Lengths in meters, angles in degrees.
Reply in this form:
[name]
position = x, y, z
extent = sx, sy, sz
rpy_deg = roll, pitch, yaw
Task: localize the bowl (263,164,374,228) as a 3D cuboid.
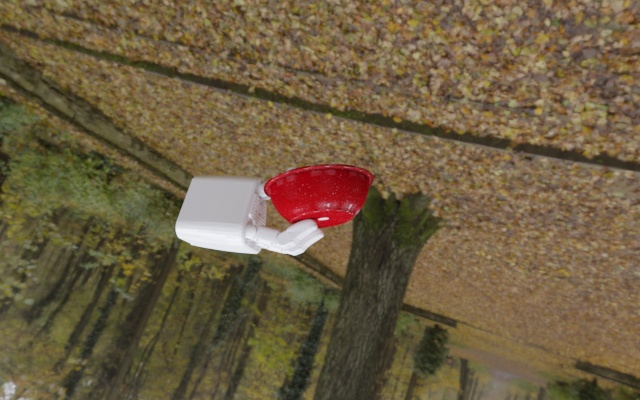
[bowl]
position = 0.001, 0.002, 0.687
extent = 0.162, 0.055, 0.162
rpy_deg = -6, -18, -2
